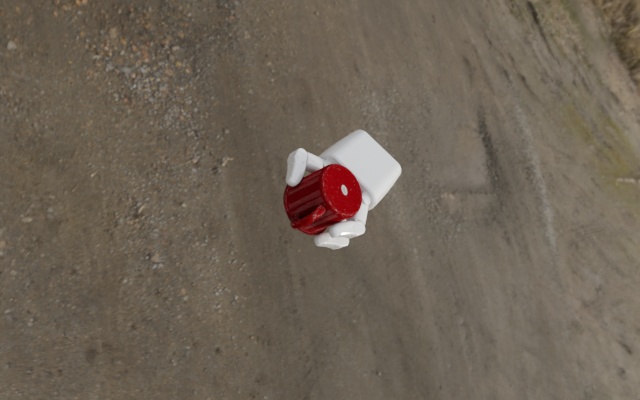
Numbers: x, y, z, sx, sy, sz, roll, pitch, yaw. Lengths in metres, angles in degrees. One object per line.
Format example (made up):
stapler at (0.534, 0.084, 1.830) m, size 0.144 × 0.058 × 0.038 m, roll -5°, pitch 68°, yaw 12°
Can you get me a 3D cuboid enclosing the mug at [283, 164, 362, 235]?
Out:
mug at (-0.001, 0.003, 0.690) m, size 0.081 × 0.093 × 0.117 m, roll -25°, pitch 14°, yaw 45°
